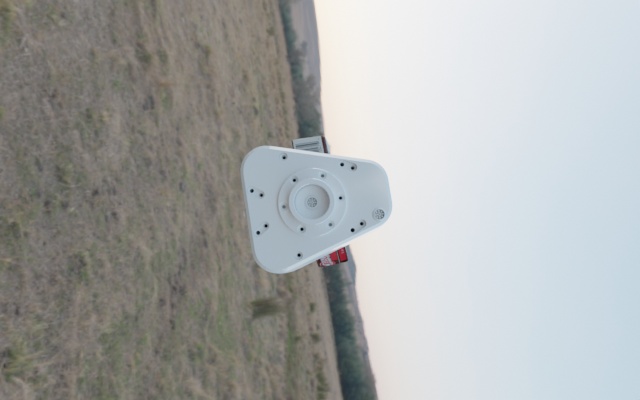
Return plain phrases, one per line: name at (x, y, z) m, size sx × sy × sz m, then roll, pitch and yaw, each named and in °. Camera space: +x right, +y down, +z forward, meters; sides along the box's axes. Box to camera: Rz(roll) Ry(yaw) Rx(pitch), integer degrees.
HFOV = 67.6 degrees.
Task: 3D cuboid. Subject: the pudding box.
pudding box at (0.000, 0.002, 0.506) m, size 0.039 × 0.113 × 0.090 m, roll -9°, pitch -32°, yaw 2°
